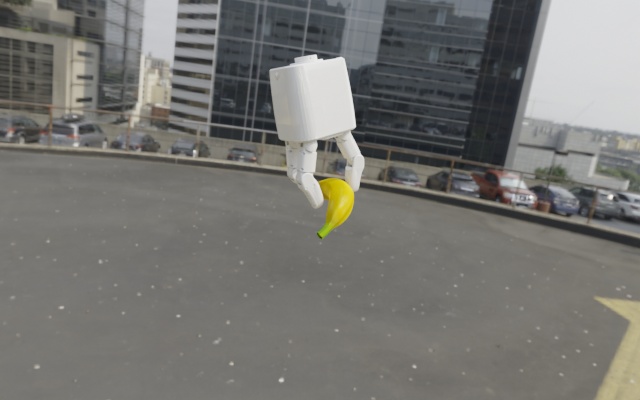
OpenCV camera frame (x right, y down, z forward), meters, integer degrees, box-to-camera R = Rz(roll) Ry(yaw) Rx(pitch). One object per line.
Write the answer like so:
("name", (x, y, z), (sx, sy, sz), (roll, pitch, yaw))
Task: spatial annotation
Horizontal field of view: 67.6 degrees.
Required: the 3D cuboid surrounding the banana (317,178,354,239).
("banana", (0.017, -0.004, 0.738), (0.069, 0.037, 0.197), (-25, 18, 6))
